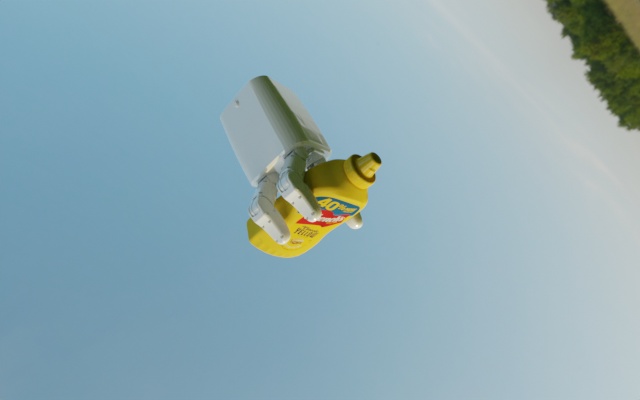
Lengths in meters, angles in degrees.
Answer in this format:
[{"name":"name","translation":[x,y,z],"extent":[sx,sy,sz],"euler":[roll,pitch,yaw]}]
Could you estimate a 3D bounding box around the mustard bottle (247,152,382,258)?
[{"name":"mustard bottle","translation":[0.000,0.002,0.582],"extent":[0.096,0.058,0.192],"euler":[19,-44,-39]}]
